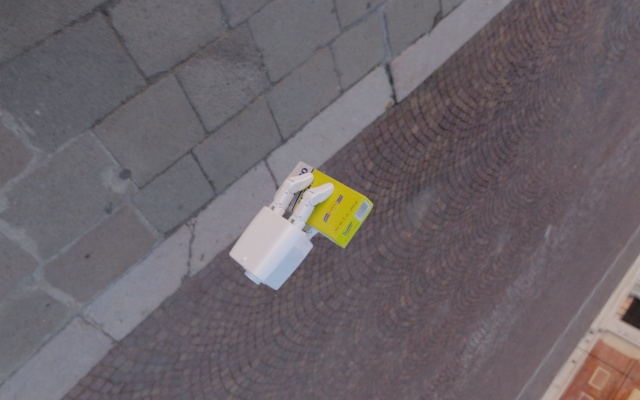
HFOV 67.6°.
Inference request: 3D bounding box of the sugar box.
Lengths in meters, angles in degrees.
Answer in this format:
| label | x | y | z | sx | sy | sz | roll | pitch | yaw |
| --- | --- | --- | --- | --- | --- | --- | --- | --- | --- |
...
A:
| label | x | y | z | sx | sy | sz | roll | pitch | yaw |
| --- | --- | --- | --- | --- | --- | --- | --- | --- | --- |
| sugar box | 0.000 | 0.003 | 0.858 | 0.176 | 0.093 | 0.048 | 31 | -9 | 38 |
